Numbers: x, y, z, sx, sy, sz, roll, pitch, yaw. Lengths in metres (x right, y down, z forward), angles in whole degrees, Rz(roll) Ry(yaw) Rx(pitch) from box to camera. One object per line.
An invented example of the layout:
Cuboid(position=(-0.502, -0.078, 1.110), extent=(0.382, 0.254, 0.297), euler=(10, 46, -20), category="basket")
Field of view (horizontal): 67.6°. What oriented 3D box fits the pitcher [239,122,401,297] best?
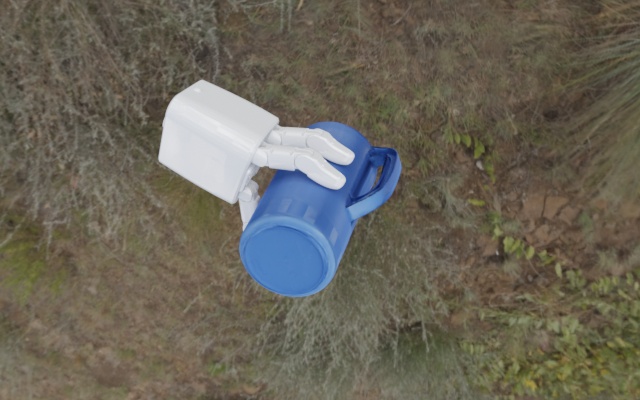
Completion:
Cuboid(position=(0.000, 0.002, 0.596), extent=(0.145, 0.149, 0.242), euler=(29, 33, -3), category="pitcher")
